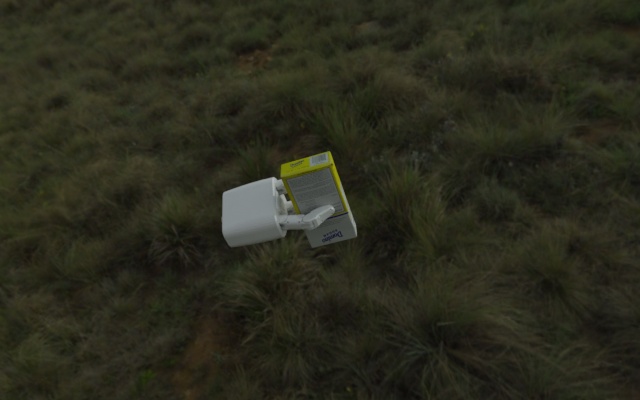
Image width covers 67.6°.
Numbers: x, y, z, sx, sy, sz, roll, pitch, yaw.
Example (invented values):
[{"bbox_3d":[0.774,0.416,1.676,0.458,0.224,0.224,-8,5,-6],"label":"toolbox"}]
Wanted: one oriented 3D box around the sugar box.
[{"bbox_3d":[0.000,0.002,0.869,0.093,0.176,0.048,-14,39,9],"label":"sugar box"}]
